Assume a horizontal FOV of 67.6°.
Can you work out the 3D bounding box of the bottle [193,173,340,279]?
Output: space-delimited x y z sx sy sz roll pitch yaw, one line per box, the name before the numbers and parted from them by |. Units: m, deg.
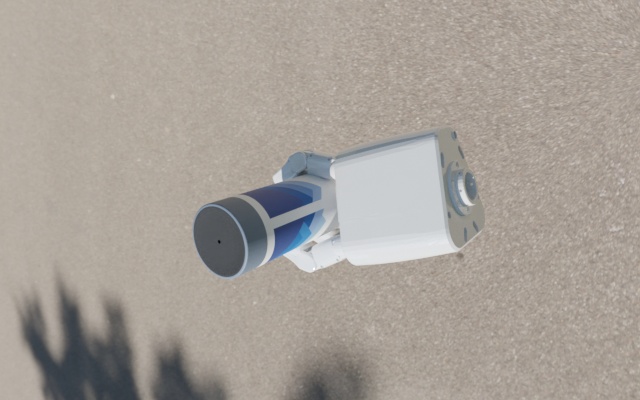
bottle | 0.000 0.002 0.513 0.069 0.069 0.295 0 13 37
